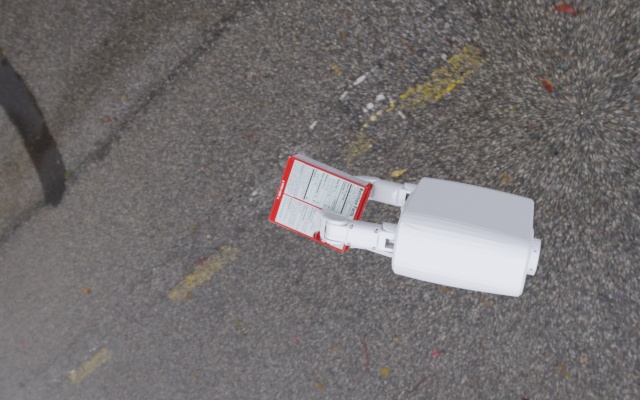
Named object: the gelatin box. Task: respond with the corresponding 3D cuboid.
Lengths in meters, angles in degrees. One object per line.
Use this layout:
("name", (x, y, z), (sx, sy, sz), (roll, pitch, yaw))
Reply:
("gelatin box", (0.000, 0.002, 0.488), (0.089, 0.073, 0.030), (22, 17, 11))
